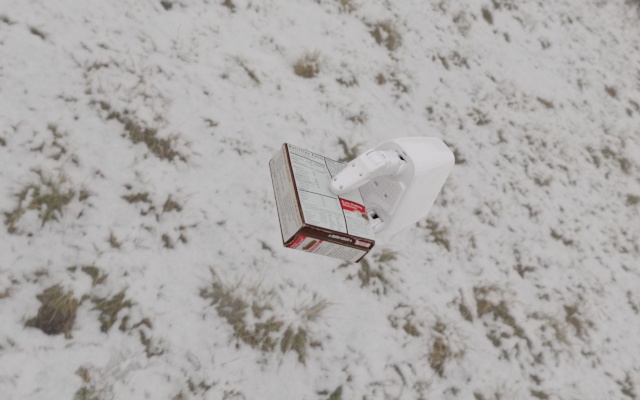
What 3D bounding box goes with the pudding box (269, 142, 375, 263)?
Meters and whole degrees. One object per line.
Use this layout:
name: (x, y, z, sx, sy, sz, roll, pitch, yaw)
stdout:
pudding box: (0.000, 0.001, 0.483, 0.090, 0.113, 0.039, 16, -49, -32)
